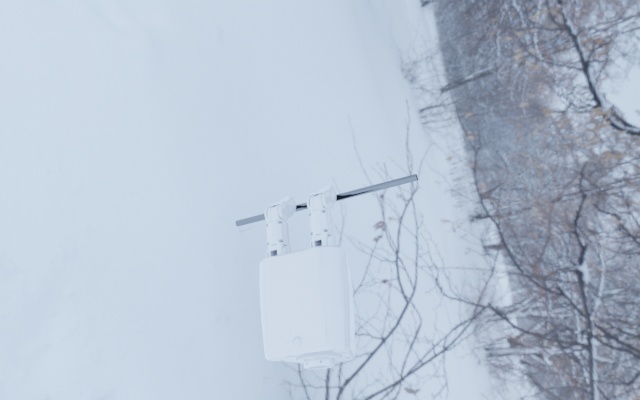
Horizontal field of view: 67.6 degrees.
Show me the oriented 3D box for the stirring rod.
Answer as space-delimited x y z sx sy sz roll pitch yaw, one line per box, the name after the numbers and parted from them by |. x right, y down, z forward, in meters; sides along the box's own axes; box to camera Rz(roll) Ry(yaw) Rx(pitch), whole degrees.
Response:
0.000 0.002 0.582 0.239 0.011 0.011 -15 -5 21 | stirring rod
